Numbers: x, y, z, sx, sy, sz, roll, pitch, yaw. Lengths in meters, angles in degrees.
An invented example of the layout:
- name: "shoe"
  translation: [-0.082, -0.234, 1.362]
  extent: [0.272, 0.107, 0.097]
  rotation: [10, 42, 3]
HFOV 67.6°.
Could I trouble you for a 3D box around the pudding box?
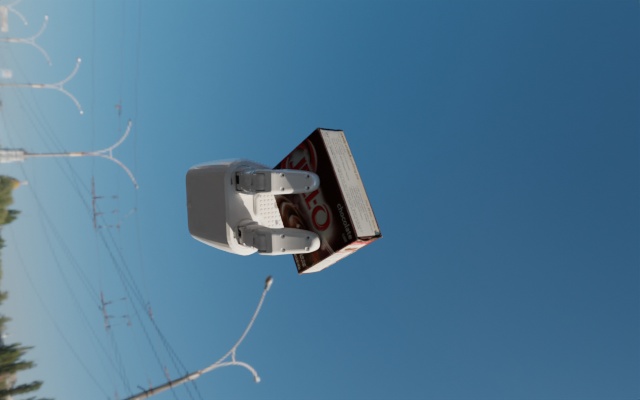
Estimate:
- name: "pudding box"
  translation: [0.000, 0.001, 0.452]
  extent: [0.039, 0.113, 0.090]
  rotation: [-6, -21, -41]
